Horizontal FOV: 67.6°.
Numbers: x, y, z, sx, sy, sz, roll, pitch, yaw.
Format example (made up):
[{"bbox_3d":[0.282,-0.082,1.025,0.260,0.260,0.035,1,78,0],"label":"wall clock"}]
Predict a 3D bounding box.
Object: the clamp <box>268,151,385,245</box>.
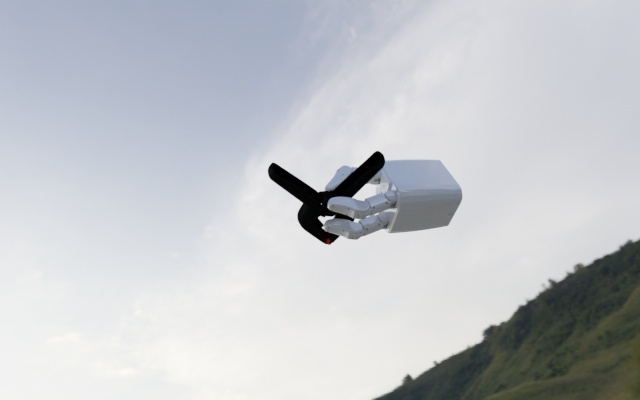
[{"bbox_3d":[0.000,0.002,0.734,0.164,0.036,0.210,-2,-37,-9],"label":"clamp"}]
